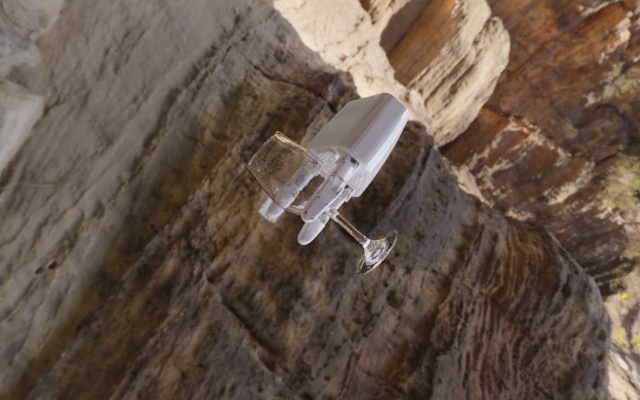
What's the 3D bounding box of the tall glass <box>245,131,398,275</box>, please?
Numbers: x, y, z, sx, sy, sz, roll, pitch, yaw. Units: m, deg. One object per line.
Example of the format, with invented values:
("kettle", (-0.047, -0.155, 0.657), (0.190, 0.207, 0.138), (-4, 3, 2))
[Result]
("tall glass", (0.001, 0.003, 0.605), (0.201, 0.079, 0.079), (41, -7, -8))
